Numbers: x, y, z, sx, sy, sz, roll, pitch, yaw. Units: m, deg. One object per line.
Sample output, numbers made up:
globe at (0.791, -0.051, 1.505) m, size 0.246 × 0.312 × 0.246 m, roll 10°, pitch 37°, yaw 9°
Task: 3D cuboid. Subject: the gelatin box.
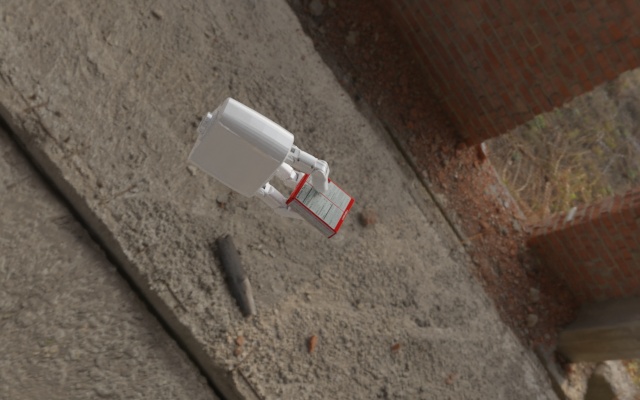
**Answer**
gelatin box at (0.001, 0.002, 0.732) m, size 0.089 × 0.073 × 0.030 m, roll 39°, pitch -38°, yaw -11°
